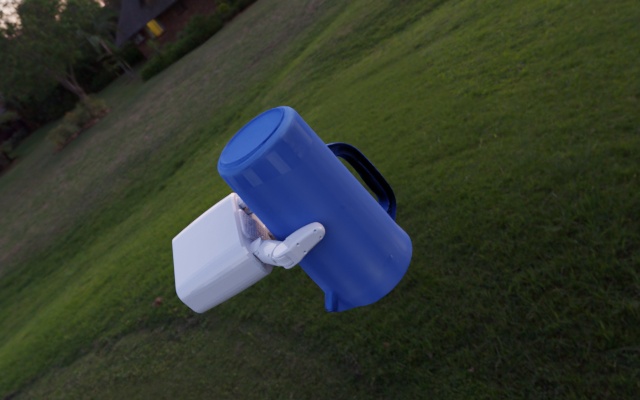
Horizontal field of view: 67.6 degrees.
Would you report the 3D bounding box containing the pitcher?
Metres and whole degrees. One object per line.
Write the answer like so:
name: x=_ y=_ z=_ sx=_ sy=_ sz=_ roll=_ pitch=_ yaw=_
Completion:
pitcher: x=0.000 y=0.002 z=0.577 sx=0.145 sy=0.243 sz=0.149 roll=-34 pitch=29 yaw=13
